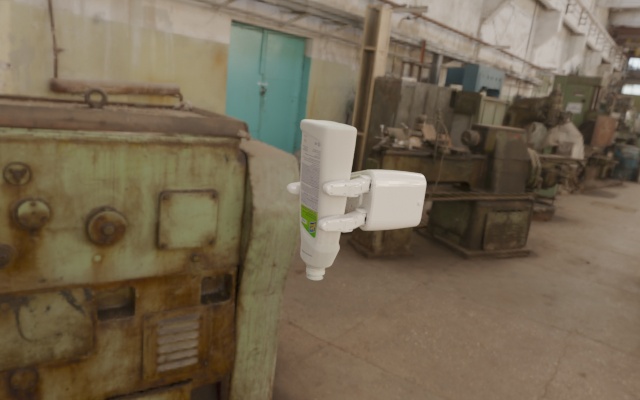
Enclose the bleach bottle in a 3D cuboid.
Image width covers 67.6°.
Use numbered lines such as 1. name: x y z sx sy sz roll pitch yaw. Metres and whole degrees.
1. bleach bottle: 0.000 0.002 0.763 0.068 0.251 0.102 -1 16 -26
